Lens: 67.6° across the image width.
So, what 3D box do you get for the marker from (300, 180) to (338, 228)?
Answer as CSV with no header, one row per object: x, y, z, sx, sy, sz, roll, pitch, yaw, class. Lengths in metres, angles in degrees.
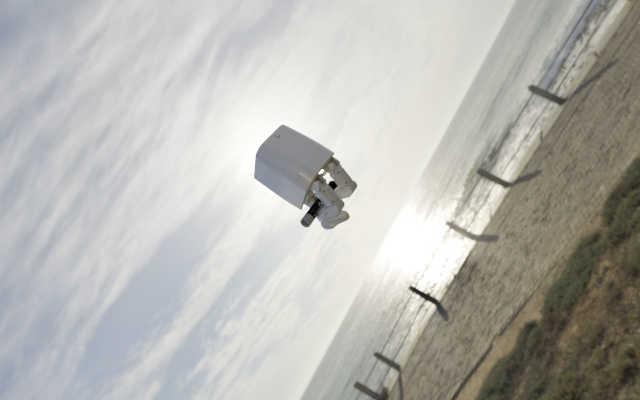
0.000,0.003,0.827,0.020,0.020,0.121,0,36,32,marker
